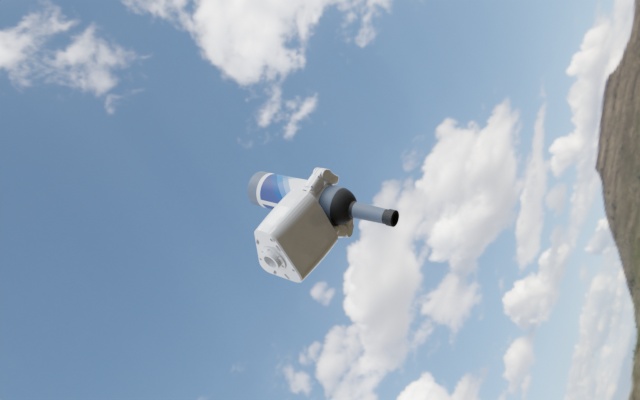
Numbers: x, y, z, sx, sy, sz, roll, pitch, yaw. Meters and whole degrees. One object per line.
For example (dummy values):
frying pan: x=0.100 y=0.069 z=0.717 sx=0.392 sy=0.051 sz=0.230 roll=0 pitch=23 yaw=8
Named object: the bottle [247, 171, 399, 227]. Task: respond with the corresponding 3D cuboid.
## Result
bottle: x=0.000 y=0.003 z=0.834 sx=0.295 sy=0.069 sz=0.069 roll=12 pitch=7 yaw=35
